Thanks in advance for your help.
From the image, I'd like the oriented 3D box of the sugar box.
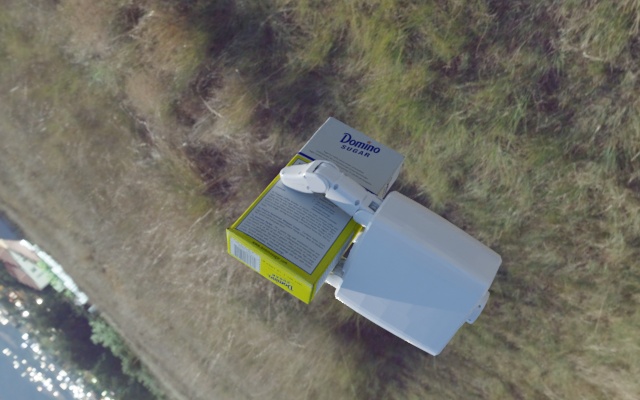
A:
[{"bbox_3d":[0.000,0.002,0.461,0.093,0.176,0.048,31,-36,13],"label":"sugar box"}]
